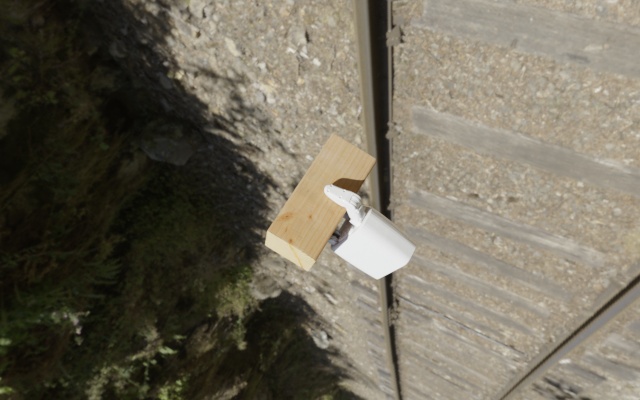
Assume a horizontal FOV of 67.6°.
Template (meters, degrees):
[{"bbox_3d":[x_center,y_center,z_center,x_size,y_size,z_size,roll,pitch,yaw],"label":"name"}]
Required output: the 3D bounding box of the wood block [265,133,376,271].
[{"bbox_3d":[0.000,0.003,0.808,0.090,0.206,0.091,31,-21,2],"label":"wood block"}]
